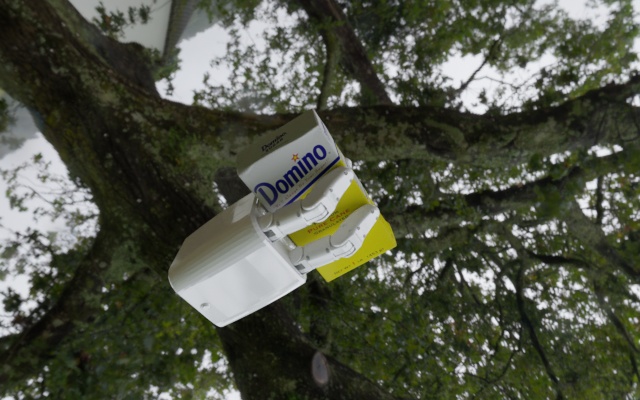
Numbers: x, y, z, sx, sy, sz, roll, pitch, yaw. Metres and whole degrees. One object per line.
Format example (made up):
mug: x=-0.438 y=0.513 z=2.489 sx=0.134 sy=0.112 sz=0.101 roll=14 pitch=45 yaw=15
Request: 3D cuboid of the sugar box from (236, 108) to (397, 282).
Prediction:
sugar box: x=0.000 y=0.002 z=0.499 sx=0.093 sy=0.176 sz=0.048 roll=-30 pitch=36 yaw=11
